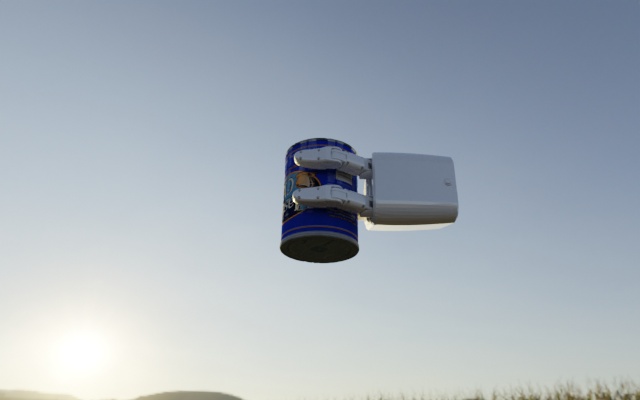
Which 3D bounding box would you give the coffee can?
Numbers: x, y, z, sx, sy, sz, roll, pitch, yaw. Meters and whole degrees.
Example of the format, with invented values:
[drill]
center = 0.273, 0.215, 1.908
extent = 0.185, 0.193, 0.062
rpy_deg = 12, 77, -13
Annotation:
[coffee can]
center = 0.000, 0.002, 0.643
extent = 0.103, 0.140, 0.103
rpy_deg = 1, -26, 1
